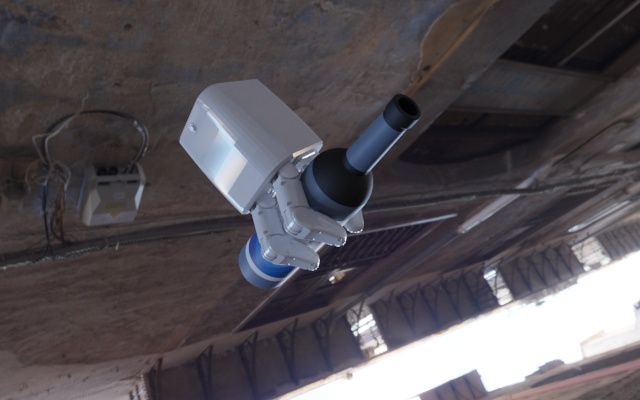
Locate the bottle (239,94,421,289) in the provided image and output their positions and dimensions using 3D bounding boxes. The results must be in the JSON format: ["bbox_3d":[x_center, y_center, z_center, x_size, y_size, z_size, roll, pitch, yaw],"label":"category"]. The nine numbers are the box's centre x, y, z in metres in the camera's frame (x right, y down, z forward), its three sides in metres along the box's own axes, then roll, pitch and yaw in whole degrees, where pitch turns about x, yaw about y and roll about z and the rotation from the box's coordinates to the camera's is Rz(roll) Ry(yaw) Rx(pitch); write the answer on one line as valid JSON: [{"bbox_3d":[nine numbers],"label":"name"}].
[{"bbox_3d":[0.000,0.002,0.487,0.069,0.069,0.296,0,-32,-34],"label":"bottle"}]
